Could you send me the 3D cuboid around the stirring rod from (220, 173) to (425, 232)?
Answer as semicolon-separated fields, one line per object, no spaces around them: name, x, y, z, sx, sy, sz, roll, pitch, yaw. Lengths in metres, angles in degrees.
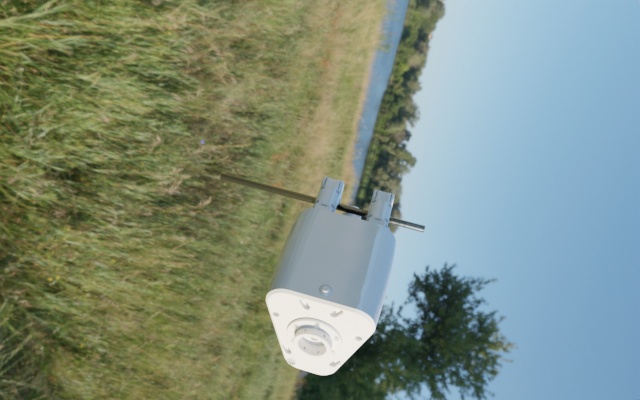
stirring rod;0.000;0.002;0.546;0.239;0.011;0.011;15;2;6
